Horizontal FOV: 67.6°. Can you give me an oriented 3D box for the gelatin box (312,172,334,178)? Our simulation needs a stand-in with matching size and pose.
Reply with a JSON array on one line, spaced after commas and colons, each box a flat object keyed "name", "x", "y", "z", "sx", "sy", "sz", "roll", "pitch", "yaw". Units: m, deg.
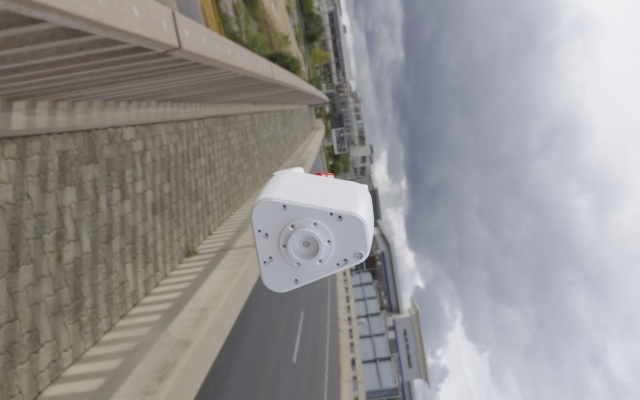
[{"name": "gelatin box", "x": 0.001, "y": 0.002, "z": 0.619, "sx": 0.030, "sy": 0.073, "sz": 0.089, "roll": -6, "pitch": 1, "yaw": 12}]
